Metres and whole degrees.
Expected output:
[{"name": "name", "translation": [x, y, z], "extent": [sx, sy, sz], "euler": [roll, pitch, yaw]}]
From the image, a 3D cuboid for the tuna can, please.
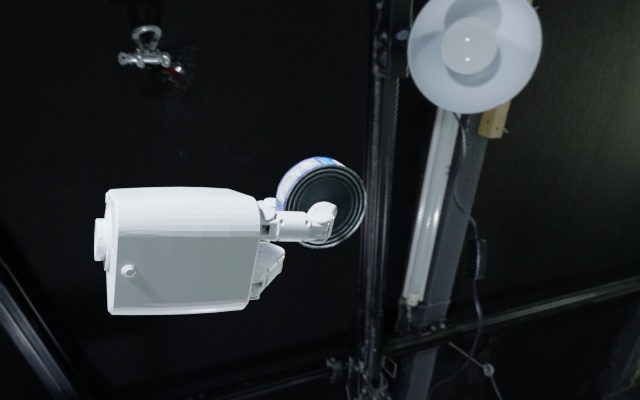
[{"name": "tuna can", "translation": [0.000, 0.001, 0.468], "extent": [0.086, 0.086, 0.033], "euler": [0, 21, -24]}]
